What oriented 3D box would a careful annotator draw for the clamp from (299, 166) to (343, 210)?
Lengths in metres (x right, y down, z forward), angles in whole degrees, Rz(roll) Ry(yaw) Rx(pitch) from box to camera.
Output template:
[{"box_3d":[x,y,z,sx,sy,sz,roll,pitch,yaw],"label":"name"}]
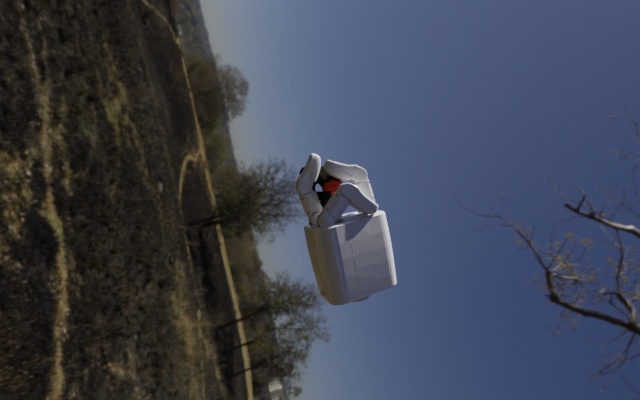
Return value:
[{"box_3d":[0.001,0.002,0.738,0.039,0.120,0.171,-13,3,-12],"label":"clamp"}]
